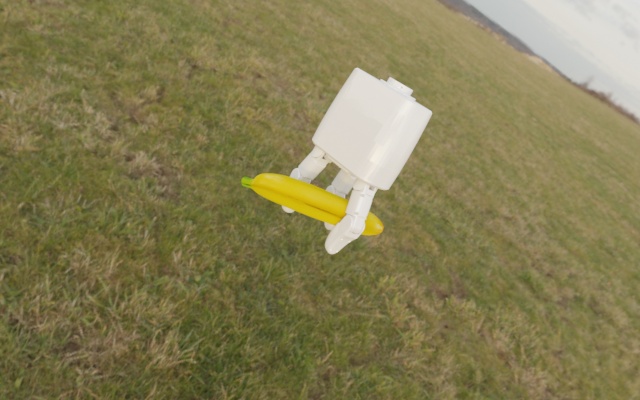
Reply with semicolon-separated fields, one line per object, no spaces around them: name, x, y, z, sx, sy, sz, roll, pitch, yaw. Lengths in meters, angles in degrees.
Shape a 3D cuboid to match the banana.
banana;0.000;0.004;0.592;0.198;0.037;0.069;22;5;-13
